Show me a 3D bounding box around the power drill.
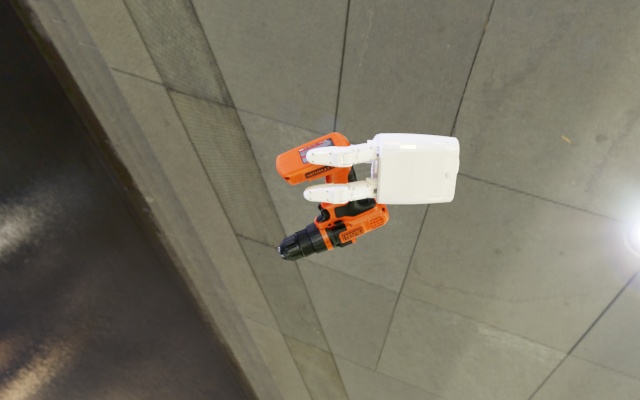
[{"bbox_3d":[0.000,0.002,0.714,0.184,0.188,0.057,-24,44,-1],"label":"power drill"}]
